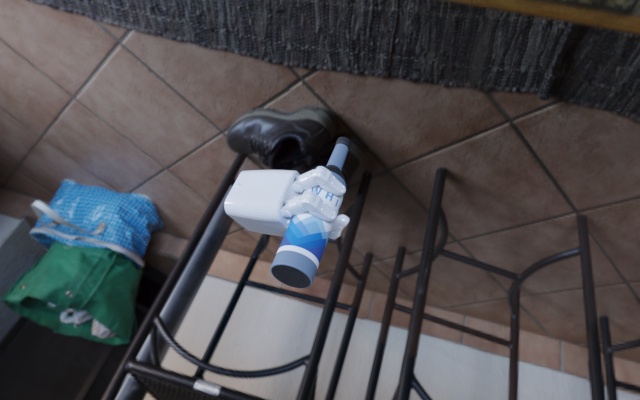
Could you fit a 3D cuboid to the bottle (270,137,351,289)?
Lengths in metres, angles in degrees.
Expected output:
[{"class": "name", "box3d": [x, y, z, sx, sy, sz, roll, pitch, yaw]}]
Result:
[{"class": "bottle", "box3d": [0.000, 0.003, 0.794, 0.069, 0.295, 0.069, 14, -37, 11]}]
